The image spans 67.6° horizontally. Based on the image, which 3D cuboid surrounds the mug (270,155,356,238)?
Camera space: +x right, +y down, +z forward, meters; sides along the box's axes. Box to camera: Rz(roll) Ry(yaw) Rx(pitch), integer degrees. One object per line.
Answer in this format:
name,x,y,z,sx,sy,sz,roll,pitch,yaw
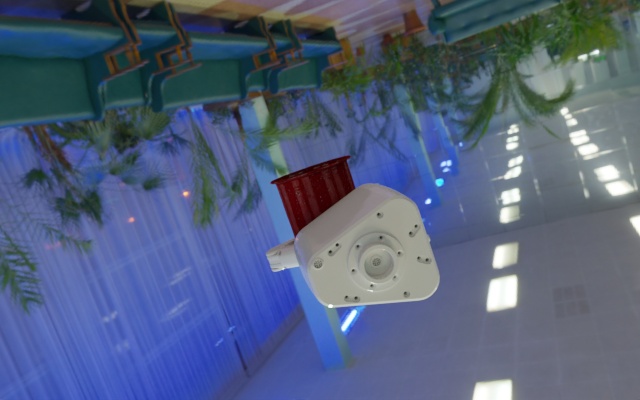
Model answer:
mug,0.000,0.002,0.543,0.093,0.081,0.117,-19,7,-4
